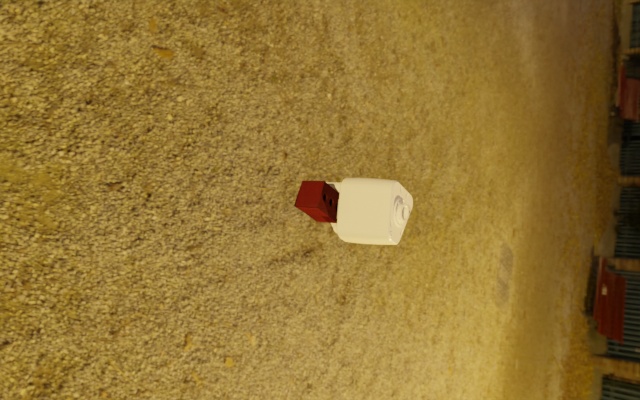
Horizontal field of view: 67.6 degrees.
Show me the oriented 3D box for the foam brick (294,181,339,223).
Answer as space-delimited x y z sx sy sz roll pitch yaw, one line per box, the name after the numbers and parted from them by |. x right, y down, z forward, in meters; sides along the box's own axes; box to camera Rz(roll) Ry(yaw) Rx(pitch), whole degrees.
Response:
0.000 0.003 0.864 0.051 0.053 0.078 3 -21 36 | foam brick
